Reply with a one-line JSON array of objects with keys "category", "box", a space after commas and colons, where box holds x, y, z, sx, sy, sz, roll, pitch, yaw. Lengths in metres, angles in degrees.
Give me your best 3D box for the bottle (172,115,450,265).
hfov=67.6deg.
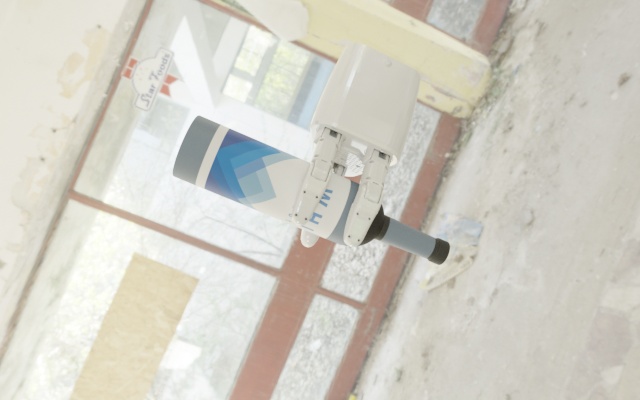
[{"category": "bottle", "box": [0.000, 0.002, 0.498, 0.296, 0.069, 0.069, 23, -4, -9]}]
